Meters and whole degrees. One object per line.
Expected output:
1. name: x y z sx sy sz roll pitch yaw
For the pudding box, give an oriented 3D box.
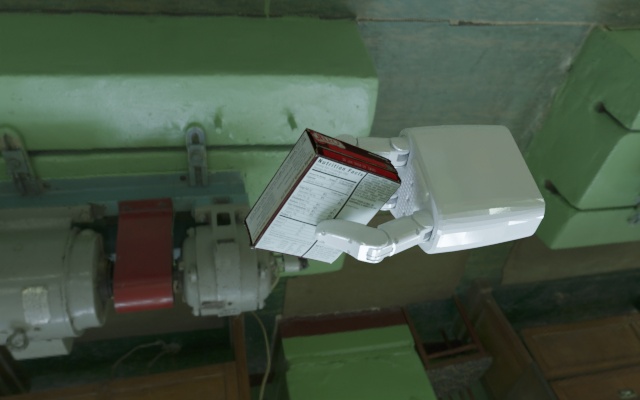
1. pudding box: 0.000 0.001 0.409 0.090 0.113 0.039 17 34 -33
